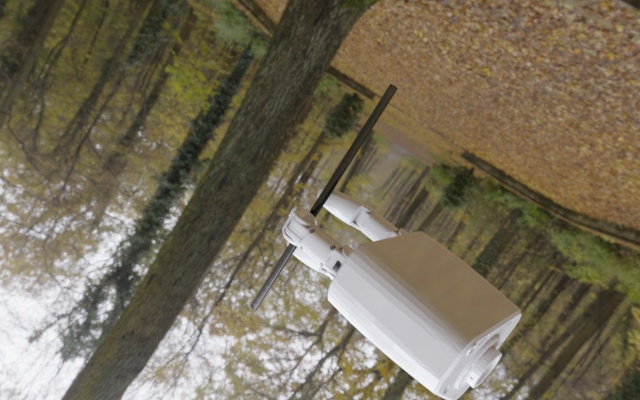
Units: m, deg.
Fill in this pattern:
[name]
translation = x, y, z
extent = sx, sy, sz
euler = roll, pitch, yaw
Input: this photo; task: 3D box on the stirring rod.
[stirring rod]
translation = 0.000, 0.001, 0.432
extent = 0.011, 0.239, 0.011
euler = 31, 10, -6
